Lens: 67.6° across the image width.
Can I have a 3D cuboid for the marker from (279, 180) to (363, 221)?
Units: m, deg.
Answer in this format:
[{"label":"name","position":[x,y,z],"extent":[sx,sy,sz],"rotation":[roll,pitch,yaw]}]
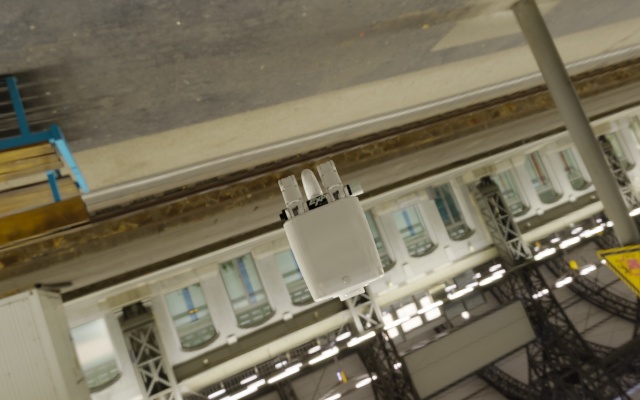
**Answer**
[{"label":"marker","position":[0.000,0.002,0.665],"extent":[0.121,0.020,0.020],"rotation":[-21,0,1]}]
